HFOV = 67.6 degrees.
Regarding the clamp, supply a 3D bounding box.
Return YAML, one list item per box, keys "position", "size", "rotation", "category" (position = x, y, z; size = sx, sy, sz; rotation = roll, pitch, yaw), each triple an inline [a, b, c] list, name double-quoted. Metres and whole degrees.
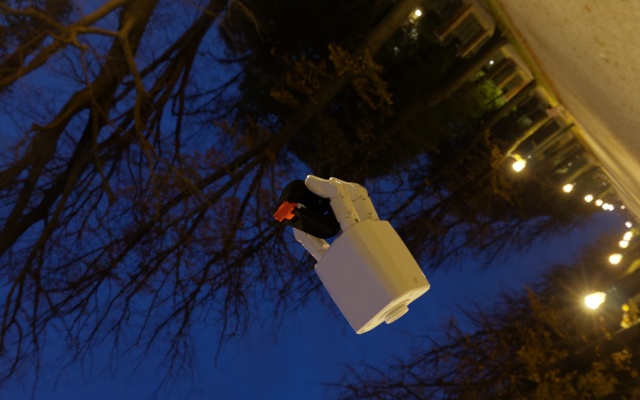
- position: [-0.001, 0.003, 0.673]
  size: [0.036, 0.164, 0.210]
  rotation: [-46, -26, 23]
  category: "clamp"
